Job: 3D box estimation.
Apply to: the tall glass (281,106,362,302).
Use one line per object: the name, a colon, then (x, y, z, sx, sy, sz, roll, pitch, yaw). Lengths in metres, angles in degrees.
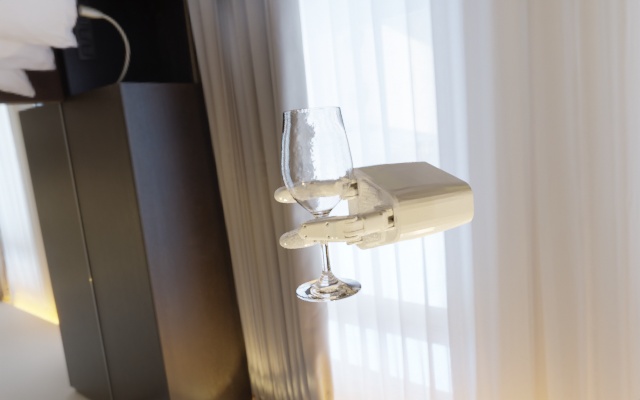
tall glass: (0.000, 0.002, 0.520, 0.079, 0.201, 0.079, -6, 9, 1)
